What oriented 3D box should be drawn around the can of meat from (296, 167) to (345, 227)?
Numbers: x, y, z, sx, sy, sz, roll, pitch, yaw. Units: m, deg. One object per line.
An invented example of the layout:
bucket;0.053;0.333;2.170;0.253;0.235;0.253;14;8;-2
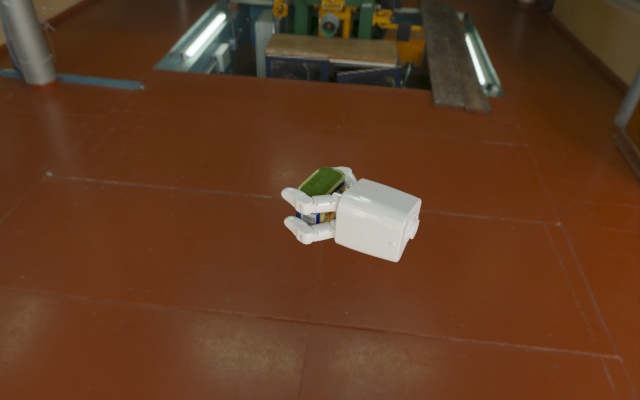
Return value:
can of meat;0.000;0.002;0.803;0.057;0.084;0.102;22;42;22
